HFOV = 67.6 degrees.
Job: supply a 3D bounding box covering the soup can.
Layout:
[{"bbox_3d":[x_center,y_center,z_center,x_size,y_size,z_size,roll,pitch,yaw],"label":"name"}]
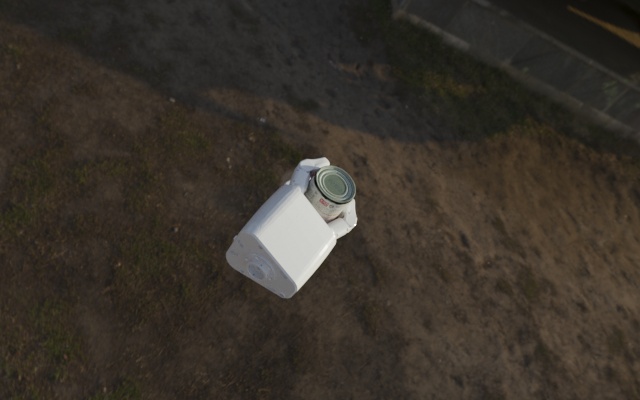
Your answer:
[{"bbox_3d":[0.001,0.002,0.720,0.068,0.068,0.102,0,-32,-31],"label":"soup can"}]
